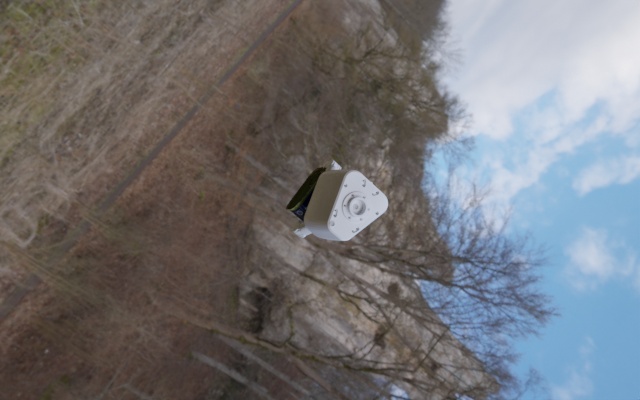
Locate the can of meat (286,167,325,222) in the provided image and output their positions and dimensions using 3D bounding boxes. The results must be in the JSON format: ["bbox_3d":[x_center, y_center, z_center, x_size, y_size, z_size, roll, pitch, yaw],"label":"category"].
[{"bbox_3d":[0.000,0.003,0.898,0.084,0.102,0.057,41,-16,-17],"label":"can of meat"}]
